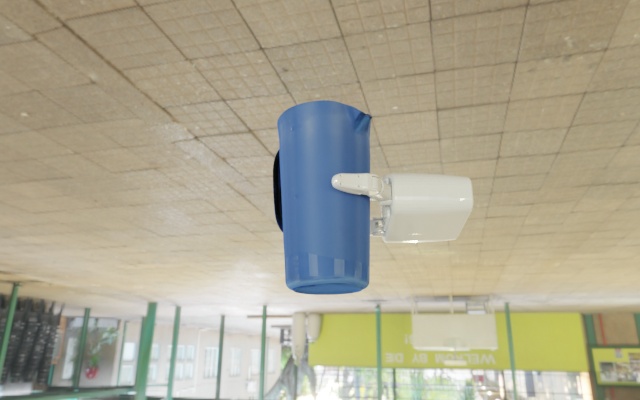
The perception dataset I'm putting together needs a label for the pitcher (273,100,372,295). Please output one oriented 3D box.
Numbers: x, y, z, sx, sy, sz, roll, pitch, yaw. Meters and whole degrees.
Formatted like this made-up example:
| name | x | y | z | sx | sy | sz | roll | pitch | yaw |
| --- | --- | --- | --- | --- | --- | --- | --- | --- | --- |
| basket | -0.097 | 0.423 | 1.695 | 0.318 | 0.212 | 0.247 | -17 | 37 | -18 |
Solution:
| name | x | y | z | sx | sy | sz | roll | pitch | yaw |
| --- | --- | --- | --- | --- | --- | --- | --- | --- | --- |
| pitcher | 0.000 | 0.002 | 0.652 | 0.145 | 0.242 | 0.149 | -1 | -18 | 0 |
